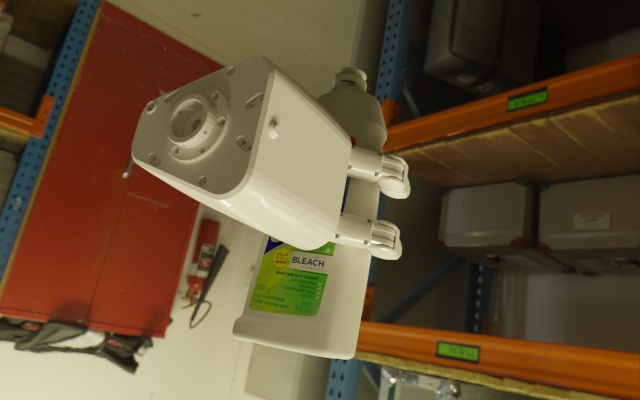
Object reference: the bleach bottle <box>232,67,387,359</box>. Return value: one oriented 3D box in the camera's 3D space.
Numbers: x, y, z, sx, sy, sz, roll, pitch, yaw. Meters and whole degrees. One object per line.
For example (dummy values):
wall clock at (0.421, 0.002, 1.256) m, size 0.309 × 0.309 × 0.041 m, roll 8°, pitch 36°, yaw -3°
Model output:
bleach bottle at (0.000, 0.001, 0.418) m, size 0.102 × 0.250 × 0.068 m, roll 1°, pitch -18°, yaw 30°
